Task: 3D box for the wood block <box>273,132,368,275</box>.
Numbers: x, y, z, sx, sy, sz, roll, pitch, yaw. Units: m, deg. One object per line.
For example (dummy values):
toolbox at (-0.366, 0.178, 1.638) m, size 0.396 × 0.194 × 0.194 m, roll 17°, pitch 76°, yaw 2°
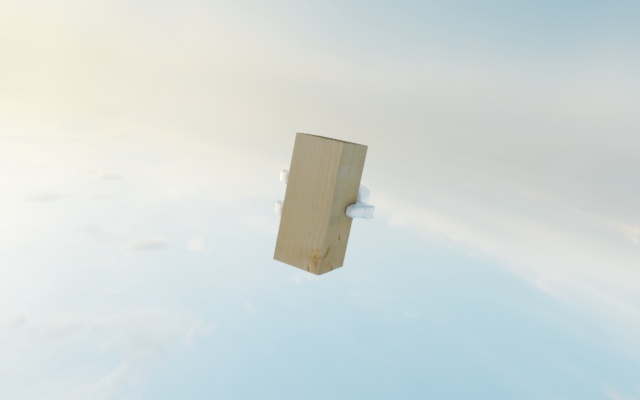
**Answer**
wood block at (0.001, 0.003, 0.767) m, size 0.091 × 0.206 × 0.090 m, roll 16°, pitch 10°, yaw 28°
